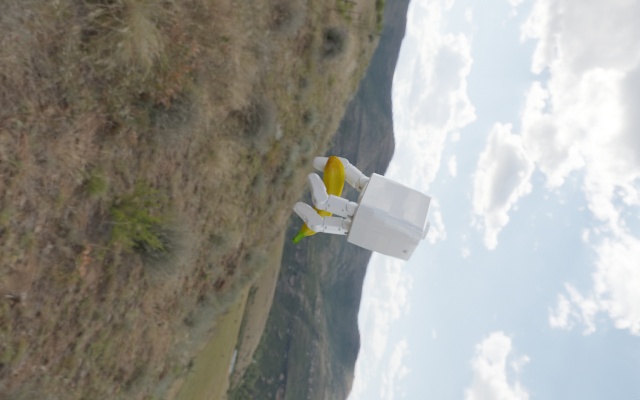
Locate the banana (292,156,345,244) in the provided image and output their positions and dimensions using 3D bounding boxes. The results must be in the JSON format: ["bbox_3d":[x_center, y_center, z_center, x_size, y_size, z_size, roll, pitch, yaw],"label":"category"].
[{"bbox_3d":[0.008,-0.003,0.808,0.037,0.198,0.069,33,39,12],"label":"banana"}]
